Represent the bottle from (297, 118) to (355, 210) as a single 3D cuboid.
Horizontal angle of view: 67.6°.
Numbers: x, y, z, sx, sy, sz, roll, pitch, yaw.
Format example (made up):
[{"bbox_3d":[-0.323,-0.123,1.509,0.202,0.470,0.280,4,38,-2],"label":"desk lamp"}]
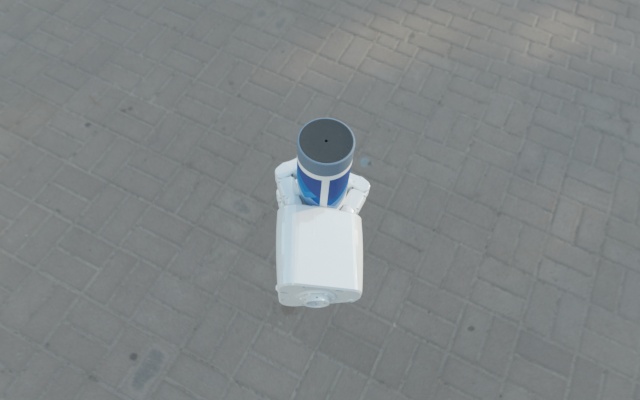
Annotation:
[{"bbox_3d":[0.000,0.002,0.669,0.069,0.069,0.296,0,-28,-3],"label":"bottle"}]
